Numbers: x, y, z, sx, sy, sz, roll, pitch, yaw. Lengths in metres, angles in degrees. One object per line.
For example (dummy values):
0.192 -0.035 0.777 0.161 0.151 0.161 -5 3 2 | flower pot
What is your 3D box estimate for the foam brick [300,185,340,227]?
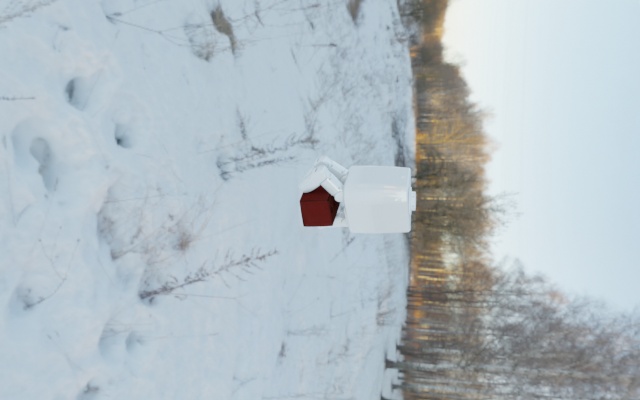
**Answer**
0.000 0.003 0.824 0.051 0.053 0.078 0 32 14 | foam brick
